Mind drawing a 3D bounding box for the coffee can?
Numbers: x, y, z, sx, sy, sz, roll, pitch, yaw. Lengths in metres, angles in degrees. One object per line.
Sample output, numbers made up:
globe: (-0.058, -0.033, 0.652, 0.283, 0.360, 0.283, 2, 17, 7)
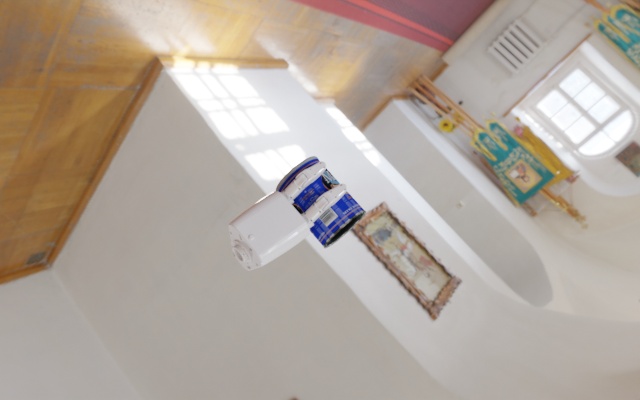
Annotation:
coffee can: (0.000, 0.003, 0.883, 0.103, 0.140, 0.103, -40, -12, -10)
